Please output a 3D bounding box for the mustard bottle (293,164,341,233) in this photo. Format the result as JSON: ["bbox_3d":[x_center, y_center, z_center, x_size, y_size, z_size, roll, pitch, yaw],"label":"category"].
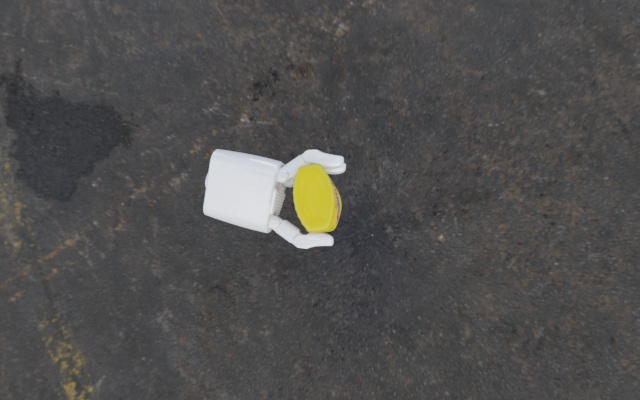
[{"bbox_3d":[0.000,0.002,0.752,0.058,0.096,0.191,-11,-5,5],"label":"mustard bottle"}]
